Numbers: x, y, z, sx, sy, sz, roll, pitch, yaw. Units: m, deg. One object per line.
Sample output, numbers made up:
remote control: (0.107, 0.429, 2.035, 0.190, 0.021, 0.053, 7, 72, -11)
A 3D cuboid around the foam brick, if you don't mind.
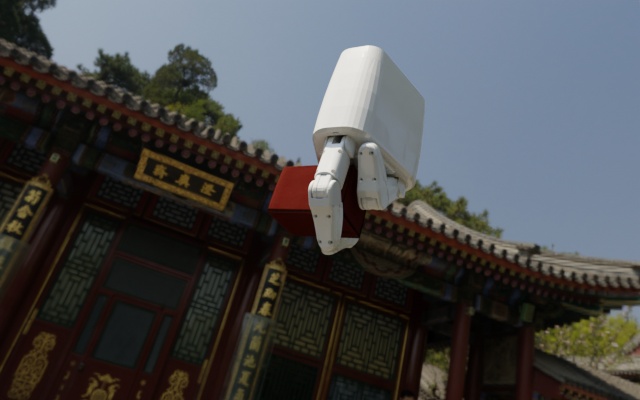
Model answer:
foam brick: (0.000, 0.002, 0.457, 0.078, 0.051, 0.053, 0, -30, 27)
